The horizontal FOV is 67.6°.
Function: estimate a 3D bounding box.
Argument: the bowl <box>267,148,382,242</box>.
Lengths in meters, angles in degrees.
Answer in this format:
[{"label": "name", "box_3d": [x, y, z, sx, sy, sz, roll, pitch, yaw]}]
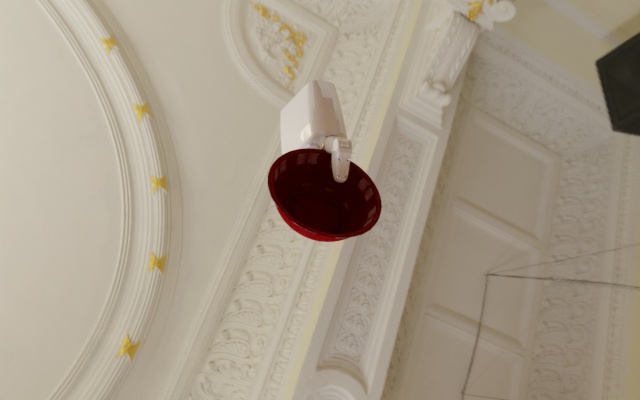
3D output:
[{"label": "bowl", "box_3d": [0.000, 0.003, 0.659, 0.162, 0.162, 0.055, 0, -41, -24]}]
